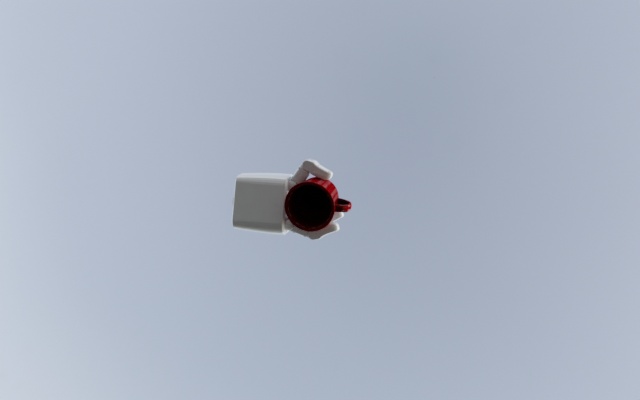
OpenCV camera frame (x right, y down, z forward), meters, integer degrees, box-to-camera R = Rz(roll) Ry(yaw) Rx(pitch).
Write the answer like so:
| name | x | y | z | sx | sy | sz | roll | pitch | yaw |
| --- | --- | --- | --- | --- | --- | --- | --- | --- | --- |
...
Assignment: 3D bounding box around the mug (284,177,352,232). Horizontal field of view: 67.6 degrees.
| name | x | y | z | sx | sy | sz | roll | pitch | yaw |
| --- | --- | --- | --- | --- | --- | --- | --- | --- | --- |
| mug | 0.002 | 0.003 | 0.887 | 0.117 | 0.093 | 0.081 | 5 | 15 | 11 |
